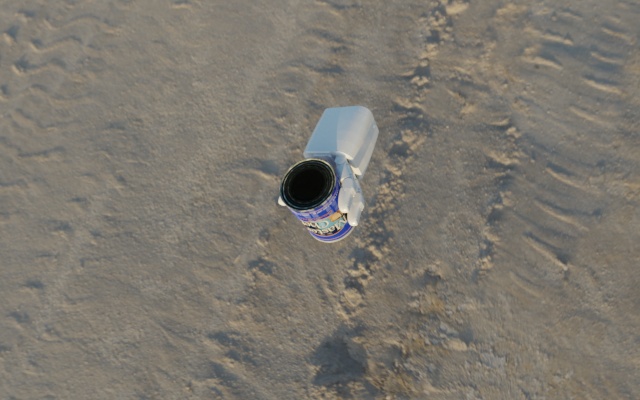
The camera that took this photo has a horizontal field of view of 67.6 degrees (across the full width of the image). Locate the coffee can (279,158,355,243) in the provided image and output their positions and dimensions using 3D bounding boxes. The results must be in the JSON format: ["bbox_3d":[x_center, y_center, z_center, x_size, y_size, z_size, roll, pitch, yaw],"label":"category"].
[{"bbox_3d":[0.000,0.003,0.860,0.103,0.102,0.140,0,-26,21],"label":"coffee can"}]
